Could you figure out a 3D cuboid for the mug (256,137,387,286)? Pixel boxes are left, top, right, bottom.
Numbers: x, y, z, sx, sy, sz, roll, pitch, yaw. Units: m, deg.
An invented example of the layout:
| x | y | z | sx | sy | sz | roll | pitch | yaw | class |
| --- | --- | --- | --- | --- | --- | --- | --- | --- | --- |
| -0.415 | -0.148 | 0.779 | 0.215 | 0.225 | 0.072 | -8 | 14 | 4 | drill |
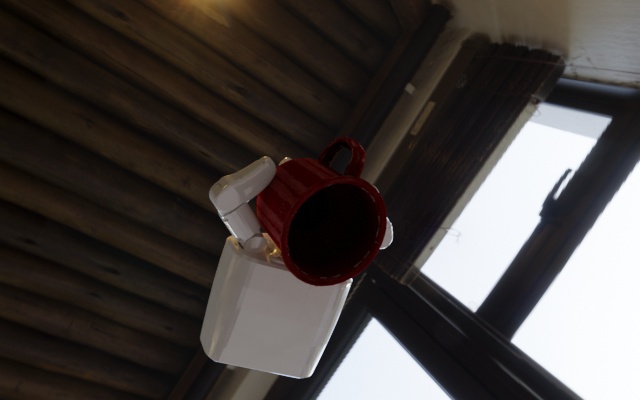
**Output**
| x | y | z | sx | sy | sz | roll | pitch | yaw | class |
| --- | --- | --- | --- | --- | --- | --- | --- | --- | --- |
| 0.000 | 0.000 | 0.401 | 0.093 | 0.117 | 0.081 | 17 | 11 | -31 | mug |
